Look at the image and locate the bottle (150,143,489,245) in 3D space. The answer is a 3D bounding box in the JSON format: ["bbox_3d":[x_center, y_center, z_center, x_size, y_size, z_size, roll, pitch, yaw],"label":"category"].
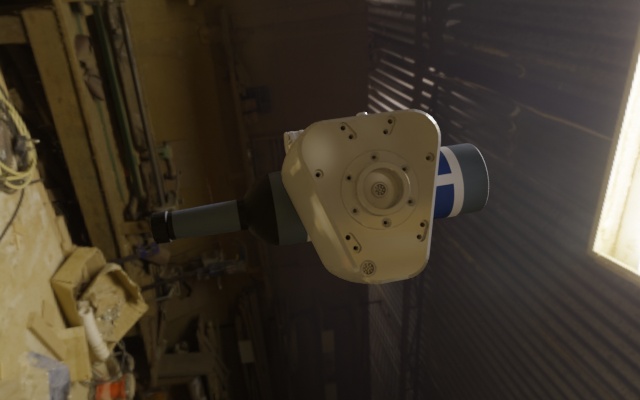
[{"bbox_3d":[0.000,0.001,0.434,0.296,0.069,0.069,-9,1,-8],"label":"bottle"}]
